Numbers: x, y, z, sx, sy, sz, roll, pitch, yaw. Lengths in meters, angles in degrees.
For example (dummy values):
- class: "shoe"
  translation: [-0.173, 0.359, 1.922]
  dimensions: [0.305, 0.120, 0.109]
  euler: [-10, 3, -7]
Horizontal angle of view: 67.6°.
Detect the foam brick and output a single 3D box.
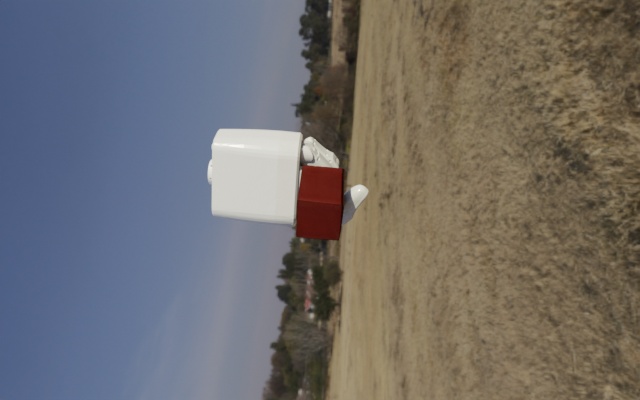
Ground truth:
- class: "foam brick"
  translation: [0.000, 0.002, 0.556]
  dimensions: [0.051, 0.053, 0.078]
  euler: [5, 35, 0]
